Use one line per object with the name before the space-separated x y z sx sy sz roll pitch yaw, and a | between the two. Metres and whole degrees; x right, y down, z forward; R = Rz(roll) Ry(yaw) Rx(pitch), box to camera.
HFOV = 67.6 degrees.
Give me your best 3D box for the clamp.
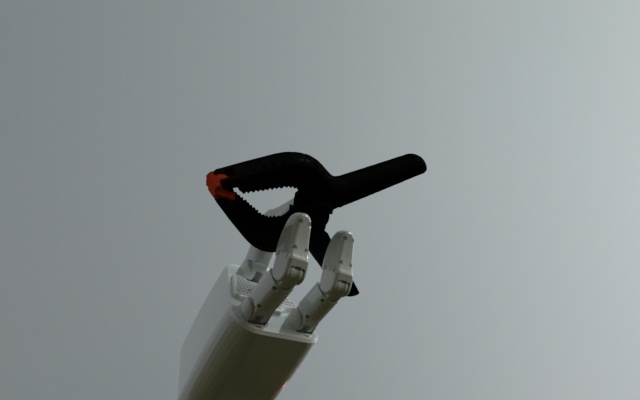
clamp | -0.001 0.001 0.437 0.210 0.164 0.036 24 12 -38
